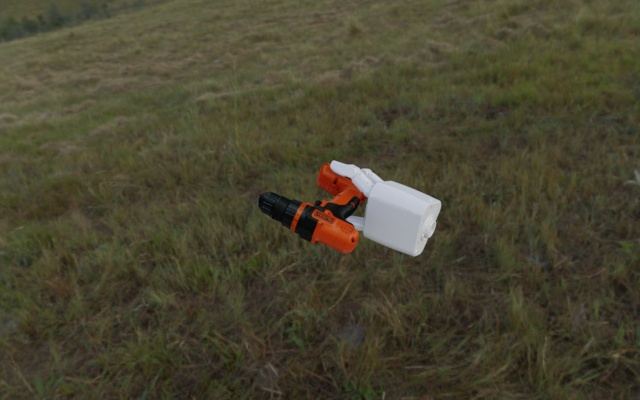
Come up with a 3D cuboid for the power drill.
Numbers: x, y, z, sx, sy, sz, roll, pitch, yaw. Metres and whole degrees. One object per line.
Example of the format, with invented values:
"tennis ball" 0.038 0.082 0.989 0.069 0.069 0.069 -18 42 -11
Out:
"power drill" 0.001 0.003 0.865 0.184 0.057 0.187 26 38 7
